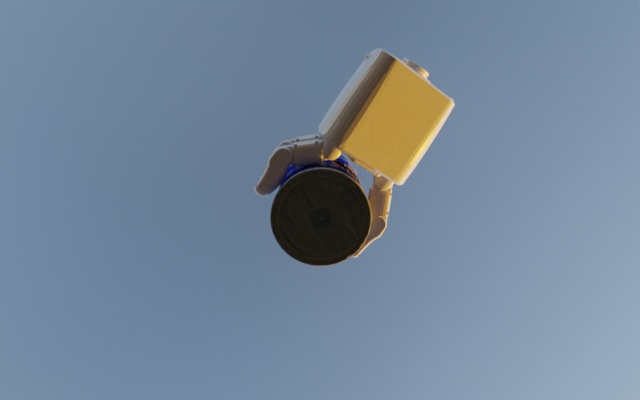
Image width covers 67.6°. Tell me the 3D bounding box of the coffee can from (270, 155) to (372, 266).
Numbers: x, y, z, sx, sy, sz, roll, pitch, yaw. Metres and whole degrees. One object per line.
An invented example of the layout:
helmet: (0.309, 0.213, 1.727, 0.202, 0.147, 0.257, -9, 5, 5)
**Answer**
coffee can: (0.000, 0.002, 0.547, 0.103, 0.103, 0.140, 0, 14, 0)
